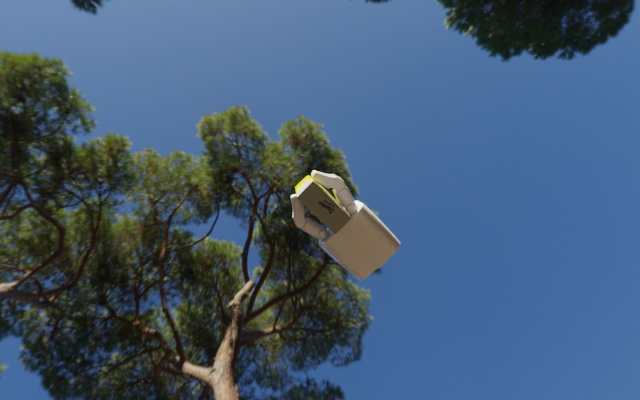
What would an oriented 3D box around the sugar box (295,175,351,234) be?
[{"bbox_3d":[0.001,0.003,0.868,0.093,0.048,0.176,44,-1,-8],"label":"sugar box"}]
